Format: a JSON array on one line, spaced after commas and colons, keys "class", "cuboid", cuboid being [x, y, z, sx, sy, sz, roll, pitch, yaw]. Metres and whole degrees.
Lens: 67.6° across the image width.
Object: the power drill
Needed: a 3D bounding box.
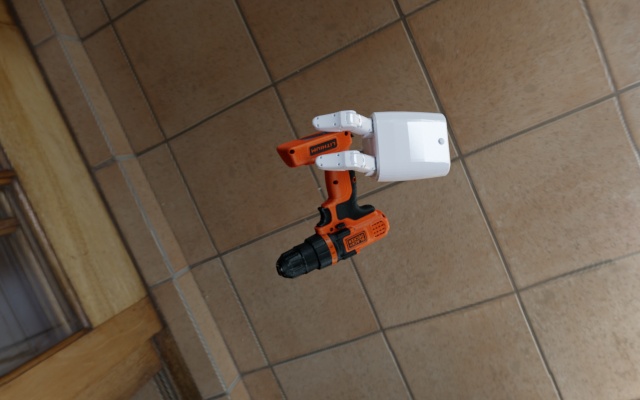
[{"class": "power drill", "cuboid": [0.000, 0.002, 0.681, 0.184, 0.188, 0.057, -24, 19, -23]}]
